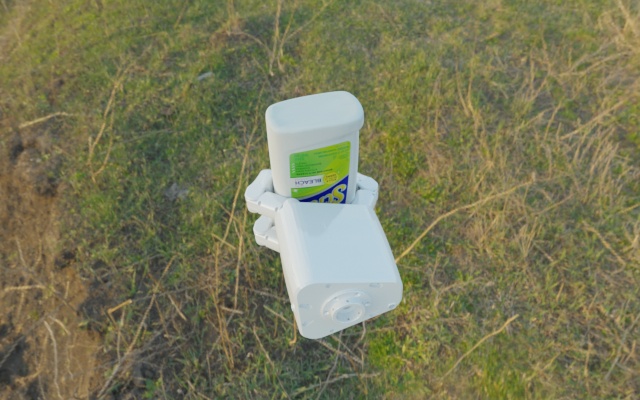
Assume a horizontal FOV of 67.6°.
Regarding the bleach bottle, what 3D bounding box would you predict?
[{"bbox_3d":[0.000,0.002,0.564,0.102,0.251,0.068,-11,42,-7],"label":"bleach bottle"}]
